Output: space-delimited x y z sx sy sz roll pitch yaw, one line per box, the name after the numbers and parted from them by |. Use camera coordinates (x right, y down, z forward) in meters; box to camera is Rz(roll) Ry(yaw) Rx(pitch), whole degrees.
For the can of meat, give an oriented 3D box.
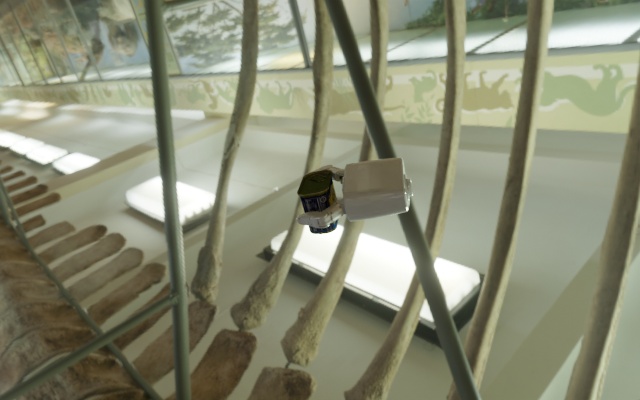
0.000 0.003 0.872 0.057 0.084 0.102 -9 24 12 | can of meat
